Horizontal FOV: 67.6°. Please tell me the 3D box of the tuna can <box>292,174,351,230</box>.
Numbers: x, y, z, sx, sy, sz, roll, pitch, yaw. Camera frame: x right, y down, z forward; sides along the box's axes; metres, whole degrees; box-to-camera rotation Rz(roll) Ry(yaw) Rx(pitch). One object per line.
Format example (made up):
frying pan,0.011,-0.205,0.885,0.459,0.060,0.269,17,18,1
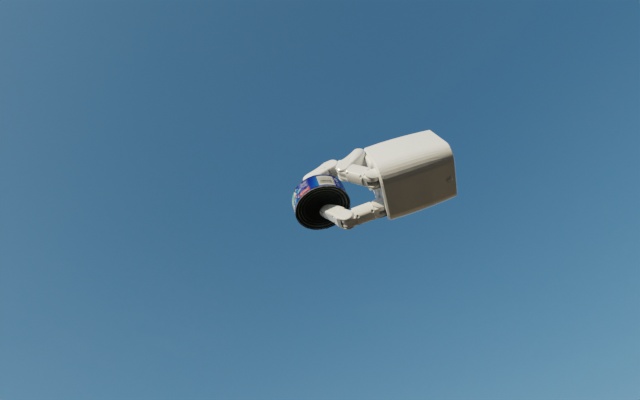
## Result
tuna can,0.000,0.002,0.729,0.086,0.086,0.033,0,39,-18
